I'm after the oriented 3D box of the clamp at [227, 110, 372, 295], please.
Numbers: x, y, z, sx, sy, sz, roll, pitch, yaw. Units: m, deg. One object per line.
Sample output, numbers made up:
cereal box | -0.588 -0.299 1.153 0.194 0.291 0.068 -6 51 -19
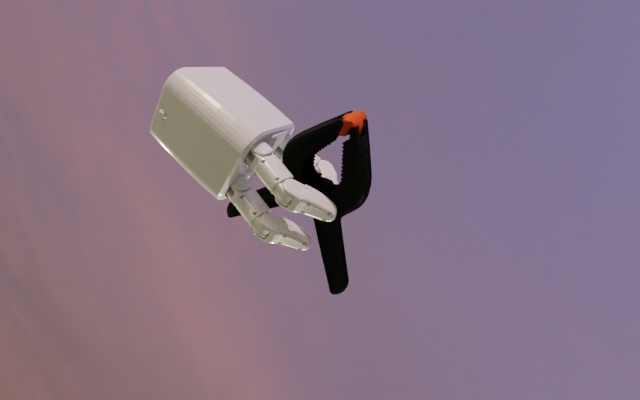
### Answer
clamp | 0.001 0.001 0.489 0.210 0.164 0.036 -52 -3 41
